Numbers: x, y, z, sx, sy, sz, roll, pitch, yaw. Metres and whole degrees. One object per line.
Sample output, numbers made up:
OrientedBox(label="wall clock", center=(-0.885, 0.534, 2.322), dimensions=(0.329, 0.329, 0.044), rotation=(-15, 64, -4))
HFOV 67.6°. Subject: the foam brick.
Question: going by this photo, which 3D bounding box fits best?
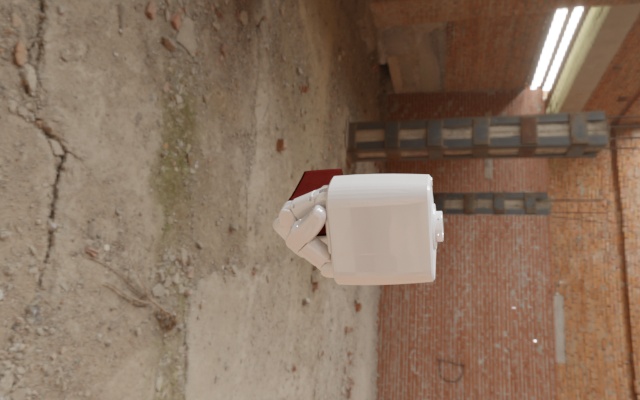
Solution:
OrientedBox(label="foam brick", center=(0.000, 0.002, 0.582), dimensions=(0.051, 0.053, 0.078), rotation=(-5, 29, 17))
